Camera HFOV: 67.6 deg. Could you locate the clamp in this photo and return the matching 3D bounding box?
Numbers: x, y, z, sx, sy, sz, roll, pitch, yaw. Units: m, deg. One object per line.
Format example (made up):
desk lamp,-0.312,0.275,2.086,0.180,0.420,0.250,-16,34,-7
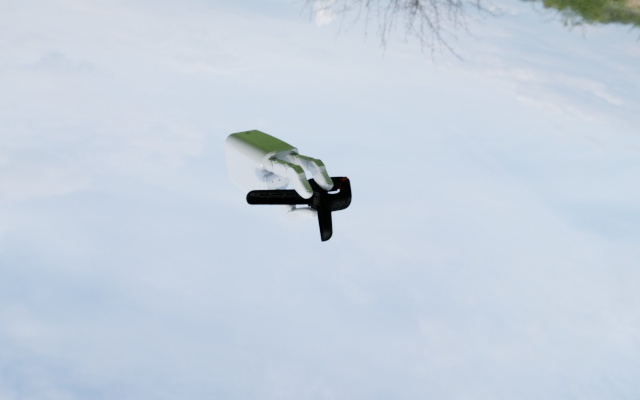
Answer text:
clamp,0.000,0.003,0.823,0.164,0.036,0.210,30,32,30
